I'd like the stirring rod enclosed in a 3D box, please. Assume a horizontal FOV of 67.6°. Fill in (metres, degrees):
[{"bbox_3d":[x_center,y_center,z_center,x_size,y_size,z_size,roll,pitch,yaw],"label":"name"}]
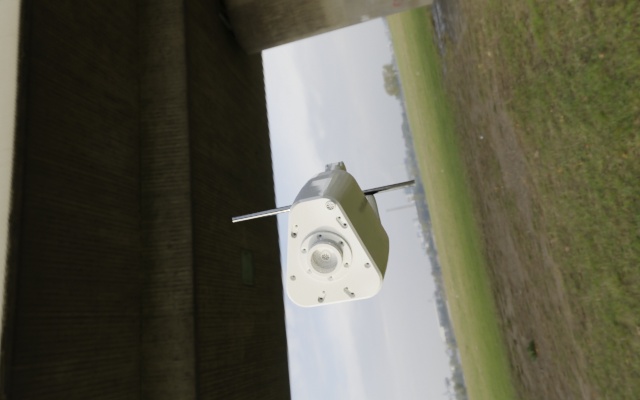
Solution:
[{"bbox_3d":[0.000,0.002,0.607,0.239,0.011,0.011,-12,-3,12],"label":"stirring rod"}]
